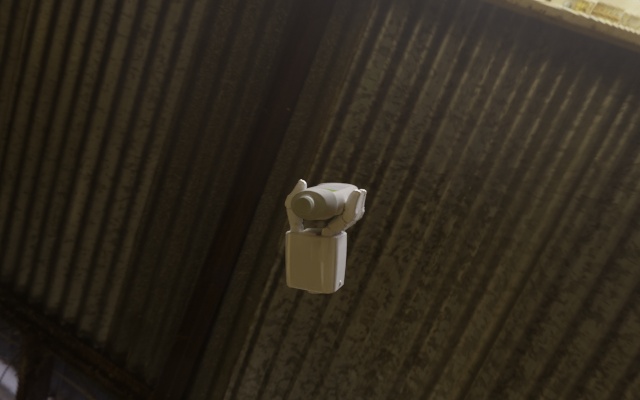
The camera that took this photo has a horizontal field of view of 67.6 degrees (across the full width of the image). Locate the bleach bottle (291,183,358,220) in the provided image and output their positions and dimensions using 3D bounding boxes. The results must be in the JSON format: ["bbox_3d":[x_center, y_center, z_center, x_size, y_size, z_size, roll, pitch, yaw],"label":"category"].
[{"bbox_3d":[0.000,0.003,0.888,0.102,0.068,0.251,1,3,17],"label":"bleach bottle"}]
